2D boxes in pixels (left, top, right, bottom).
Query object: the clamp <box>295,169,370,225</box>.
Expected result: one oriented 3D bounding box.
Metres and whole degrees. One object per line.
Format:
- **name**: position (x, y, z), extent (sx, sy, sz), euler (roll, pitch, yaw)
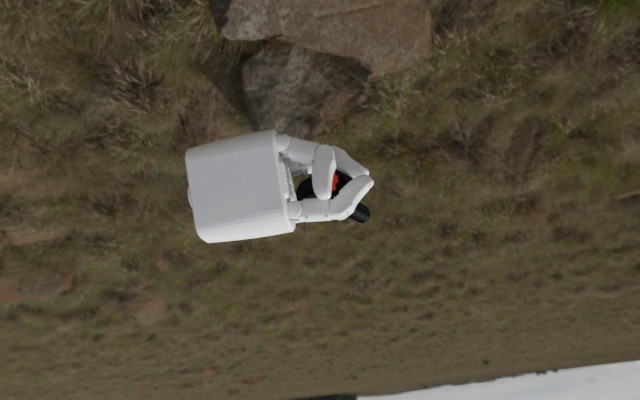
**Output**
- **clamp**: position (0.000, 0.003, 0.612), extent (0.120, 0.039, 0.171), euler (-10, -21, 5)
